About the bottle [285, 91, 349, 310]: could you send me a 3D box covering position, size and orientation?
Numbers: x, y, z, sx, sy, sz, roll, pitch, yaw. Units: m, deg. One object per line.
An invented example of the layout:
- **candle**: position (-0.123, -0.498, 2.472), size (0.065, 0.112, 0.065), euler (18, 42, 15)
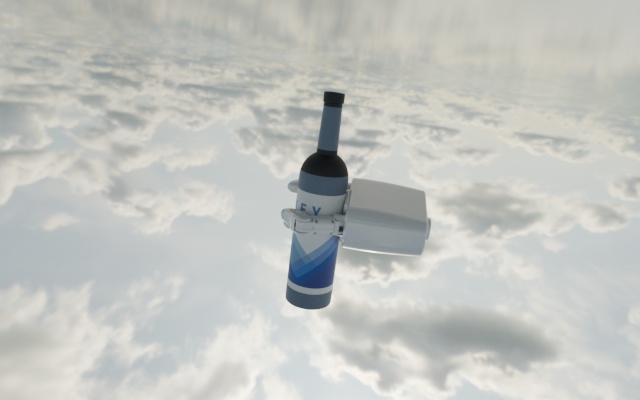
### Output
- **bottle**: position (0.000, 0.002, 0.651), size (0.069, 0.296, 0.069), euler (7, 16, -2)
